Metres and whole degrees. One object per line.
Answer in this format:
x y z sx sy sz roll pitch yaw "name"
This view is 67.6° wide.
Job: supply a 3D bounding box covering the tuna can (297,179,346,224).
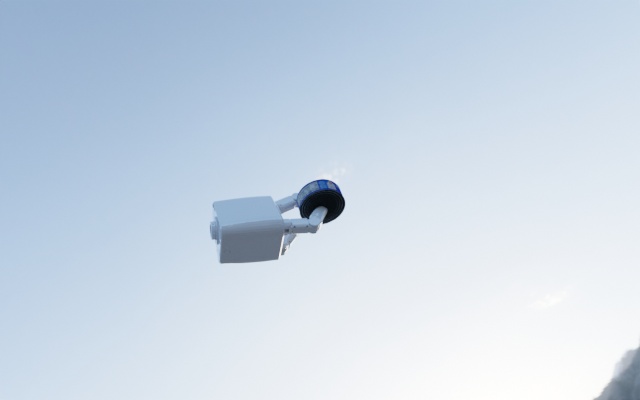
0.000 0.002 0.872 0.086 0.086 0.033 0 41 -19 "tuna can"
